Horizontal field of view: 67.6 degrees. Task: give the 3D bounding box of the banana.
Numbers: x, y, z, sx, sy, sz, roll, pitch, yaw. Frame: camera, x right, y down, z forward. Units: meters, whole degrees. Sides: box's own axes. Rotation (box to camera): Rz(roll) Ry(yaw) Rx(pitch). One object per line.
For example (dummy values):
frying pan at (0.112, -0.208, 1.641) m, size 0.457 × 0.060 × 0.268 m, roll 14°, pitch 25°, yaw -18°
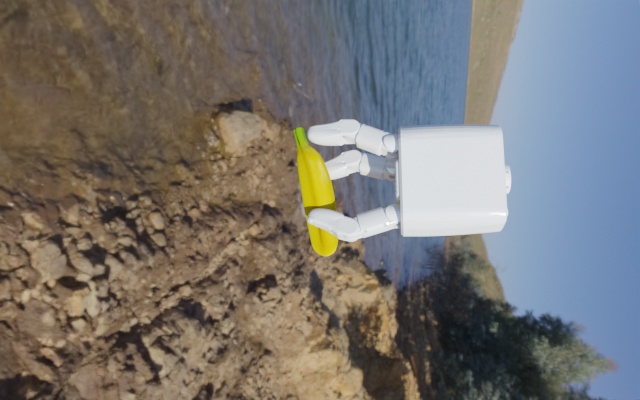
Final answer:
banana at (0.001, 0.011, 0.573) m, size 0.037 × 0.198 × 0.069 m, roll -7°, pitch 39°, yaw 2°
